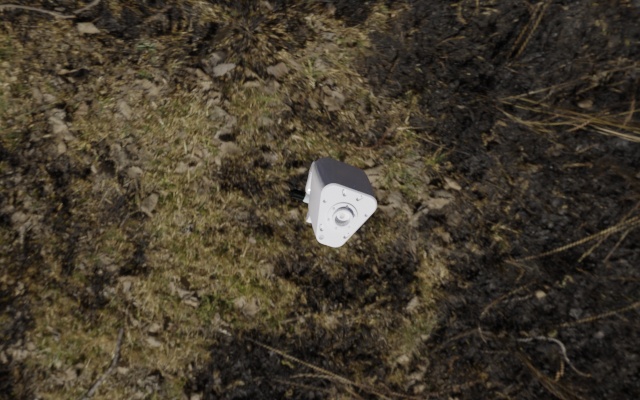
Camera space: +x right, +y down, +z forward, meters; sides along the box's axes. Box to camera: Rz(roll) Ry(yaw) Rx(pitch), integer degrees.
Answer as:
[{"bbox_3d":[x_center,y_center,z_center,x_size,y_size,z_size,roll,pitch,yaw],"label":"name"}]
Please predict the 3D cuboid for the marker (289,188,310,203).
[{"bbox_3d":[0.000,0.003,0.870,0.121,0.020,0.020,18,-5,-15],"label":"marker"}]
